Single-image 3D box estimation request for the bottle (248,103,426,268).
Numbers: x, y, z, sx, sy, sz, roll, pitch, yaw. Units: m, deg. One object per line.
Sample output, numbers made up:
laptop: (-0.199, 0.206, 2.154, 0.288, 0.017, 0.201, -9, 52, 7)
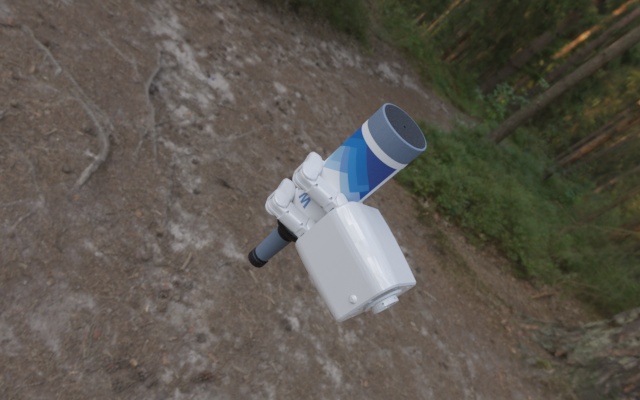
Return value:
bottle: (0.000, 0.002, 0.596, 0.069, 0.069, 0.296, 0, -34, -48)
